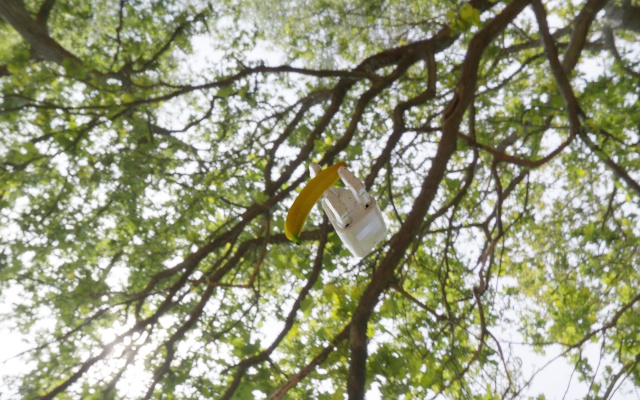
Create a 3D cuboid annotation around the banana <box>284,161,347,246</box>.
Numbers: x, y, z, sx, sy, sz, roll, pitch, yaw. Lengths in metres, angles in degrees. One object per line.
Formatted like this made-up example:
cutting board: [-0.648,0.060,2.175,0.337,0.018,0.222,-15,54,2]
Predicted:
banana: [-0.017,0.003,0.881,0.069,0.197,0.037,8,-35,34]
